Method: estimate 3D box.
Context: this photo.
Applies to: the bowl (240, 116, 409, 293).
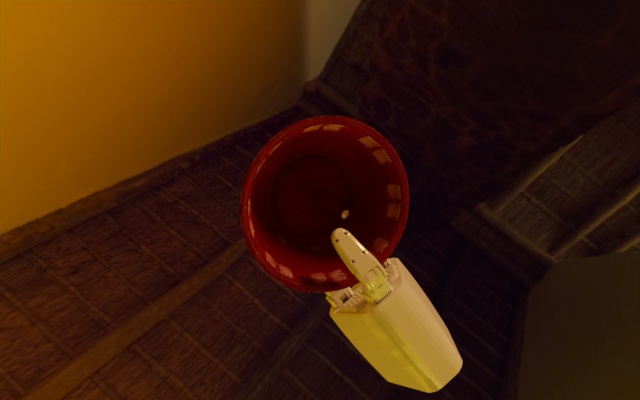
[{"bbox_3d":[-0.001,0.000,0.452,0.162,0.162,0.055,0,10,-19],"label":"bowl"}]
